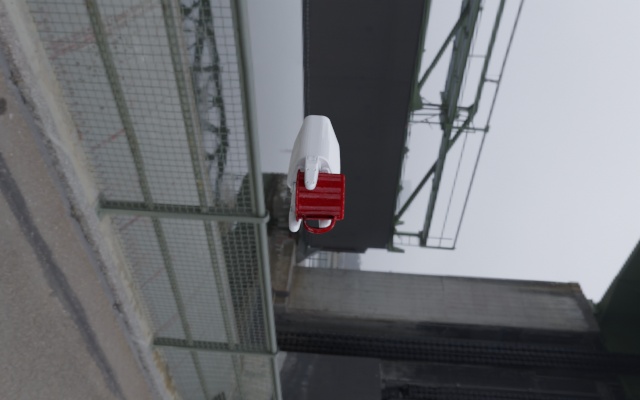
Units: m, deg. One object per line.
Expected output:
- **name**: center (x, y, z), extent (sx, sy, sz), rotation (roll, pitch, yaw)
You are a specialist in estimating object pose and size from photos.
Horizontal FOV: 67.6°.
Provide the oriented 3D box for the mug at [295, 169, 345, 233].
- **mug**: center (0.000, 0.004, 0.824), extent (0.081, 0.117, 0.093), rotation (2, -33, 2)
